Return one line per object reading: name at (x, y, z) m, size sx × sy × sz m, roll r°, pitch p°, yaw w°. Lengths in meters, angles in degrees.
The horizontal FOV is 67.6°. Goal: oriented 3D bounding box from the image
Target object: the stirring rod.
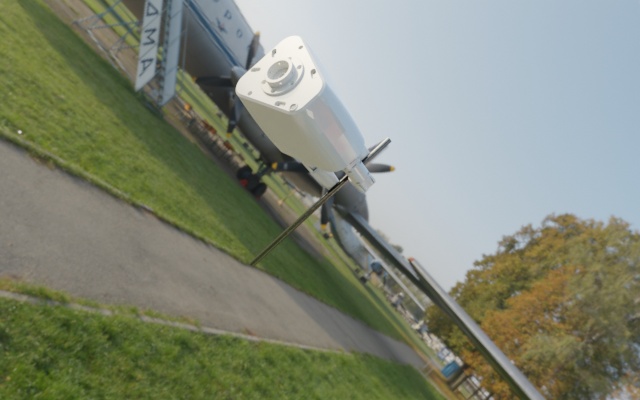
stirring rod at (0.000, 0.002, 0.615) m, size 0.239 × 0.011 × 0.011 m, roll -42°, pitch 1°, yaw -1°
